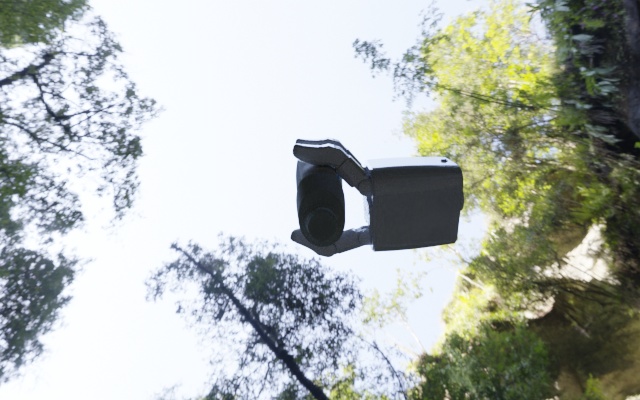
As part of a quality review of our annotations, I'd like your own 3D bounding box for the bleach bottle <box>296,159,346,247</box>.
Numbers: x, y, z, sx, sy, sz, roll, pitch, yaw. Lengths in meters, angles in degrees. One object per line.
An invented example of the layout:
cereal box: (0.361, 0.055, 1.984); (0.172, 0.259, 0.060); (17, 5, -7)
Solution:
bleach bottle: (0.000, 0.002, 0.587); (0.068, 0.102, 0.250); (-4, 15, 0)
